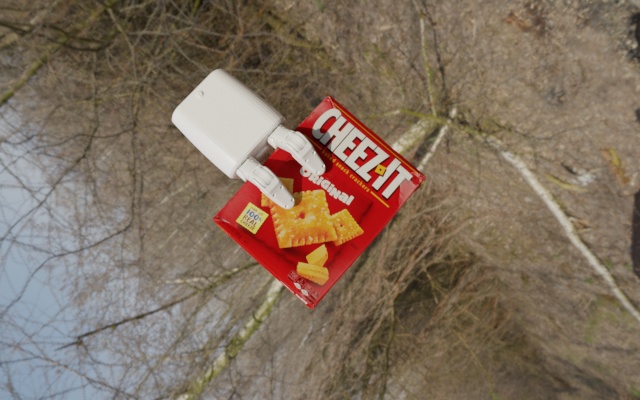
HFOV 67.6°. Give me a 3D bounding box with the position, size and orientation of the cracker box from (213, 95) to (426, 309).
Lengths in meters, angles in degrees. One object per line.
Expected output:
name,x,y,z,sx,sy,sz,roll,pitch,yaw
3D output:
cracker box,0.000,0.002,0.600,0.164,0.213,0.072,41,-8,6
